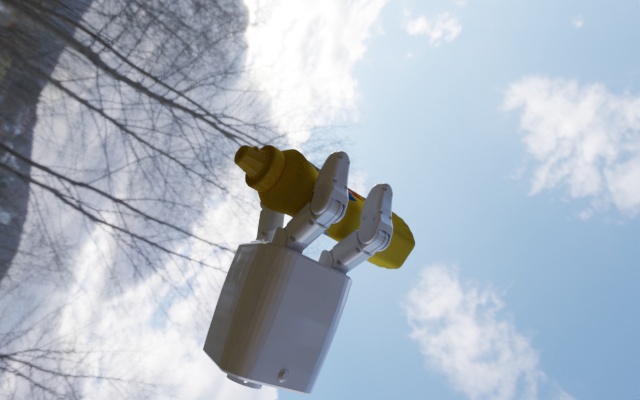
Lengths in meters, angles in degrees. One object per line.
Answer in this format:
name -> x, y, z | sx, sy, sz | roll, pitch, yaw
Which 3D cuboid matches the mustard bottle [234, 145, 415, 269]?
mustard bottle -> 0.000, 0.001, 0.450 | 0.192, 0.058, 0.096 | 30, 7, -35
